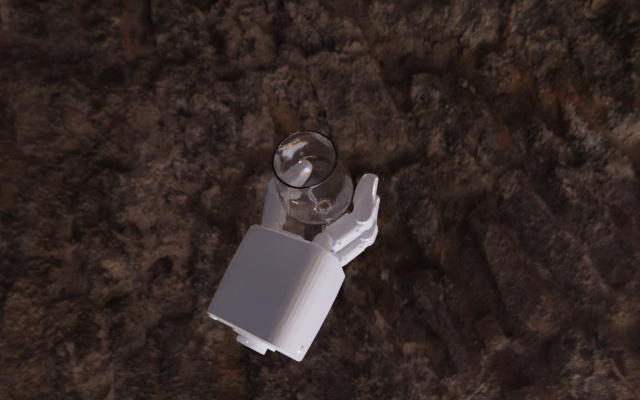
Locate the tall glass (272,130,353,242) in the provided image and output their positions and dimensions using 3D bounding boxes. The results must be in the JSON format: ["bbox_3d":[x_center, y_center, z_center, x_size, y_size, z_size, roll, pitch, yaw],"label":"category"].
[{"bbox_3d":[0.000,0.002,0.527,0.079,0.079,0.201,0,-24,9],"label":"tall glass"}]
